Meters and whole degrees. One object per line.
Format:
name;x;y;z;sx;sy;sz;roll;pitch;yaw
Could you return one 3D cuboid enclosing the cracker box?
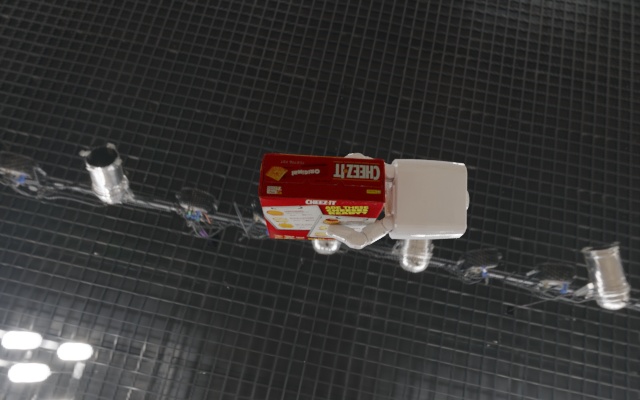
cracker box;0.000;0.003;0.715;0.164;0.072;0.214;2;-19;-2
